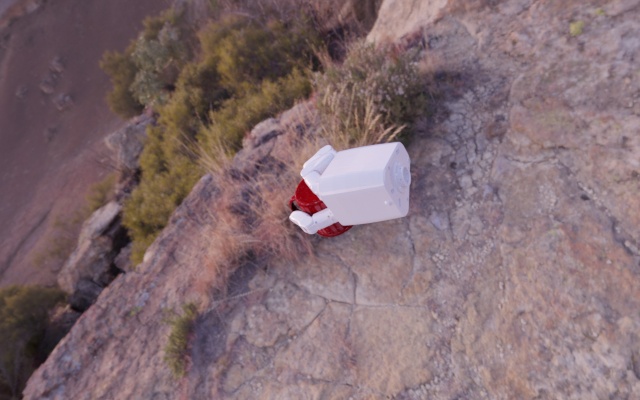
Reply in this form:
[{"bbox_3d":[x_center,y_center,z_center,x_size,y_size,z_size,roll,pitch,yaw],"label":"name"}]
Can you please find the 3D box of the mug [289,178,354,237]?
[{"bbox_3d":[-0.001,0.003,0.804,0.117,0.093,0.081,-9,-43,30],"label":"mug"}]
